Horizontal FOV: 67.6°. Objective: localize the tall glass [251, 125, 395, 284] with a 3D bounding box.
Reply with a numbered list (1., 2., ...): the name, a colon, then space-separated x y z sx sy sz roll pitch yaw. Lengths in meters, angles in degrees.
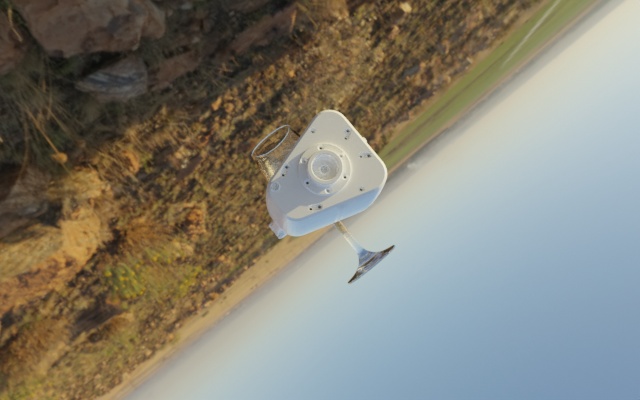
1. tall glass: 0.000 0.003 0.591 0.079 0.201 0.079 -39 -5 -4
